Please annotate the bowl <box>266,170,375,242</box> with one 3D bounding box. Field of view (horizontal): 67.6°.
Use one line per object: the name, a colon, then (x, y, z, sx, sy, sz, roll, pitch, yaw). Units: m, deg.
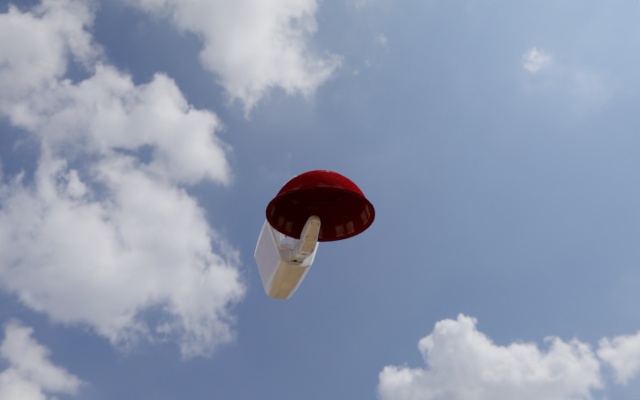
bowl: (0.001, 0.001, 0.716, 0.162, 0.055, 0.162, 1, -32, 0)
